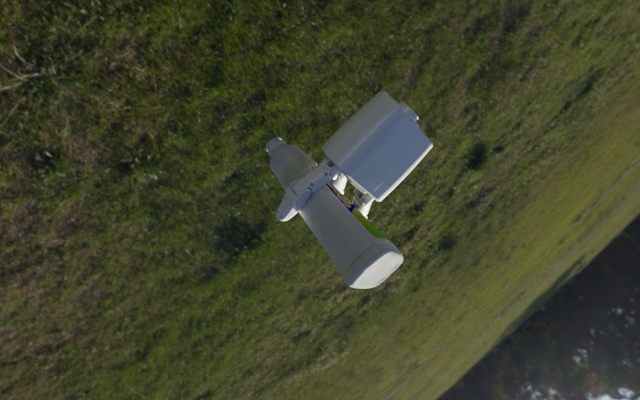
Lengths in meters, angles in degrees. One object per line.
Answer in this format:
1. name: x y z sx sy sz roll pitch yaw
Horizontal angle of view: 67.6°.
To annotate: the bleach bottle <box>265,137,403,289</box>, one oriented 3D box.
1. bleach bottle: 0.000 0.002 0.638 0.250 0.068 0.102 50 12 26
